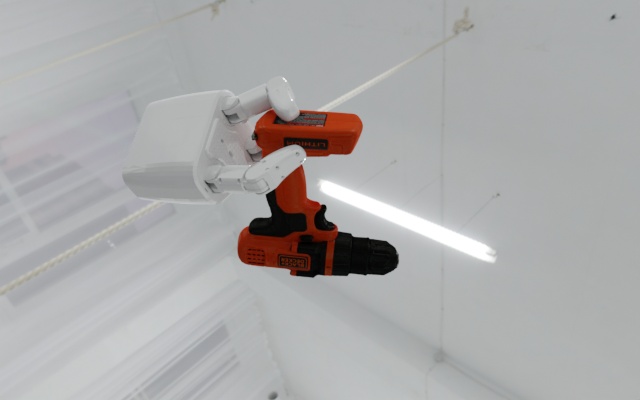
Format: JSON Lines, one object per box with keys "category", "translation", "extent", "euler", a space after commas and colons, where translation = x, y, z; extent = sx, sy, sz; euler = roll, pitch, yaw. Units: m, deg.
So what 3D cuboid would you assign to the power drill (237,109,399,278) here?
{"category": "power drill", "translation": [0.000, 0.001, 0.510], "extent": [0.184, 0.188, 0.057], "euler": [4, 30, 2]}
